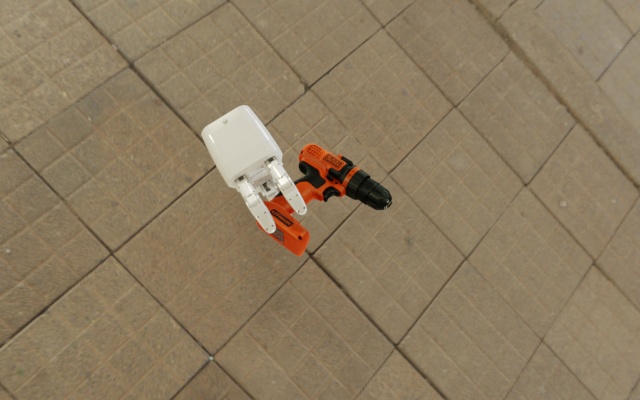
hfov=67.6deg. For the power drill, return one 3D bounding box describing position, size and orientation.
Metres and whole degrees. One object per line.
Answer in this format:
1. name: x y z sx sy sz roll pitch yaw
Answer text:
1. power drill: 0.000 0.003 0.784 0.184 0.057 0.187 32 57 22
